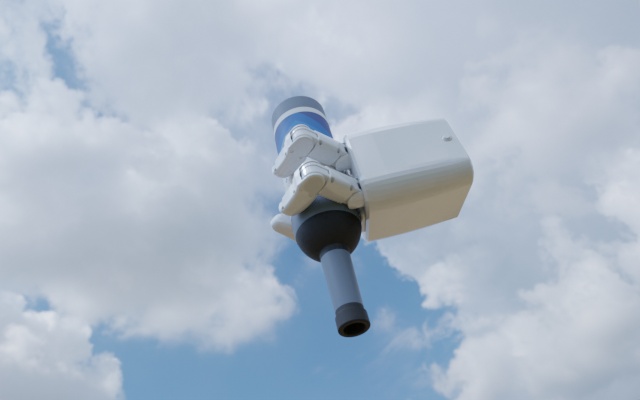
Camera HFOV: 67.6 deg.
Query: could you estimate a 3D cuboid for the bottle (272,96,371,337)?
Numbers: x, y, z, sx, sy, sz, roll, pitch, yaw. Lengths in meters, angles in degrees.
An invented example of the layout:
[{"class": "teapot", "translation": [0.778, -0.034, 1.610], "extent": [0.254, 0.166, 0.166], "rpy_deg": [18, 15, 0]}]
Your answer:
[{"class": "bottle", "translation": [0.000, 0.001, 0.488], "extent": [0.069, 0.069, 0.295], "rpy_deg": [0, 44, -15]}]
